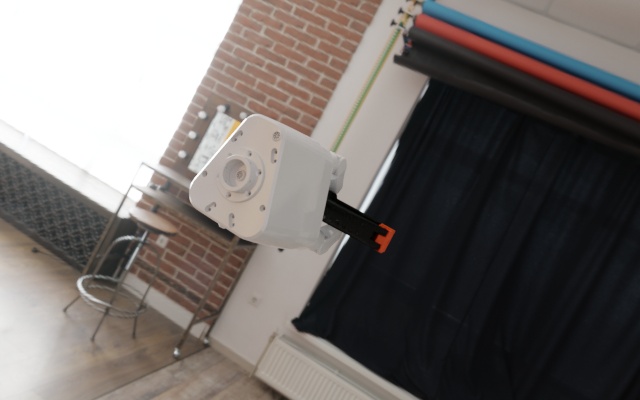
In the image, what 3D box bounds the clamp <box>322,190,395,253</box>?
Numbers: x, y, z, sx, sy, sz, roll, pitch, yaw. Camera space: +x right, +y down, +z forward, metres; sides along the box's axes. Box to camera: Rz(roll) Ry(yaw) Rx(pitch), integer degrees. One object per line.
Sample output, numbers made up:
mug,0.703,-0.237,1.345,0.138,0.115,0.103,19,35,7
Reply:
clamp,0.001,0.001,0.582,0.210,0.036,0.164,29,6,25
